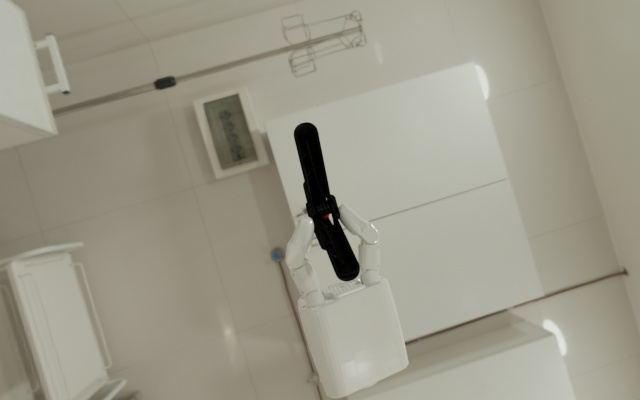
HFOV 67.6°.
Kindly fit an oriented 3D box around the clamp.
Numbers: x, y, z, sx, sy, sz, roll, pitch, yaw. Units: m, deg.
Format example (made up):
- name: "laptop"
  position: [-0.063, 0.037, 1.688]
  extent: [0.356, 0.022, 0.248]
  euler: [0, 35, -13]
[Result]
- name: "clamp"
  position: [0.001, 0.002, 0.560]
  extent: [0.036, 0.164, 0.210]
  euler: [-15, 0, -4]
